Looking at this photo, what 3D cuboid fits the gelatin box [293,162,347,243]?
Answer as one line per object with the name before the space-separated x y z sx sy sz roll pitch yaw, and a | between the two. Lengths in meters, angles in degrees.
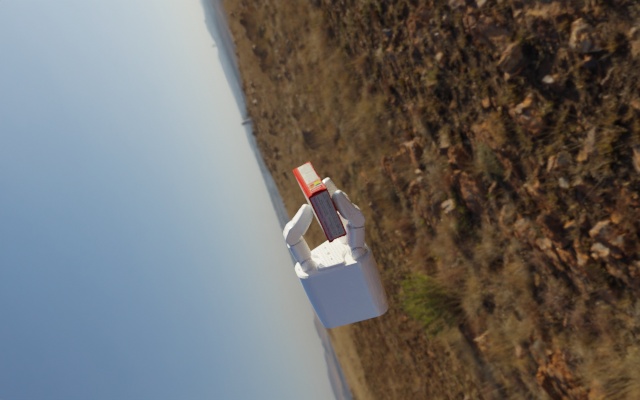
gelatin box | 0.000 0.002 0.646 0.030 0.089 0.073 -27 38 -2
